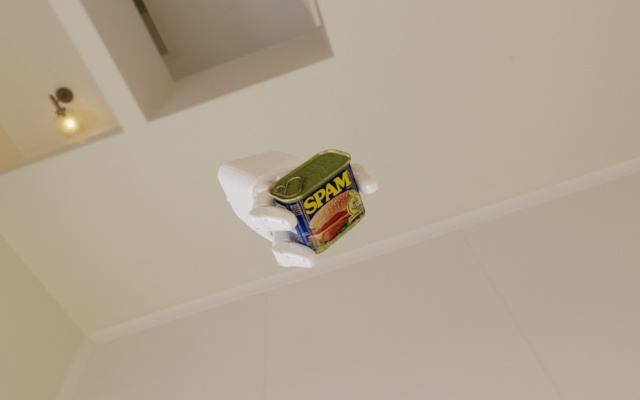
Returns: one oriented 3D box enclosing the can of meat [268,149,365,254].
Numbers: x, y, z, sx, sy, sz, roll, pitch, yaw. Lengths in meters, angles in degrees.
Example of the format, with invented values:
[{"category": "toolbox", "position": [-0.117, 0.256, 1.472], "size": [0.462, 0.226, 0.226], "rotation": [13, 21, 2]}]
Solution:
[{"category": "can of meat", "position": [0.000, 0.002, 0.567], "size": [0.102, 0.084, 0.057], "rotation": [-37, 34, -25]}]
